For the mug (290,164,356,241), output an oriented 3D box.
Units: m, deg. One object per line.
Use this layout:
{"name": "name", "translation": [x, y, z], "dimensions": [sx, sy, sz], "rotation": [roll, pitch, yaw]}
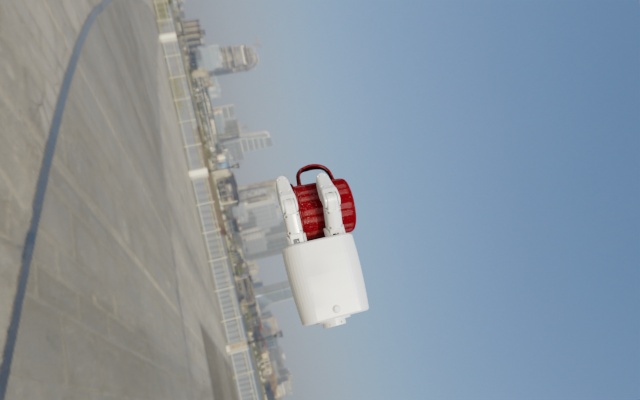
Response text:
{"name": "mug", "translation": [0.000, 0.001, 0.702], "dimensions": [0.081, 0.117, 0.093], "rotation": [-11, -14, -11]}
